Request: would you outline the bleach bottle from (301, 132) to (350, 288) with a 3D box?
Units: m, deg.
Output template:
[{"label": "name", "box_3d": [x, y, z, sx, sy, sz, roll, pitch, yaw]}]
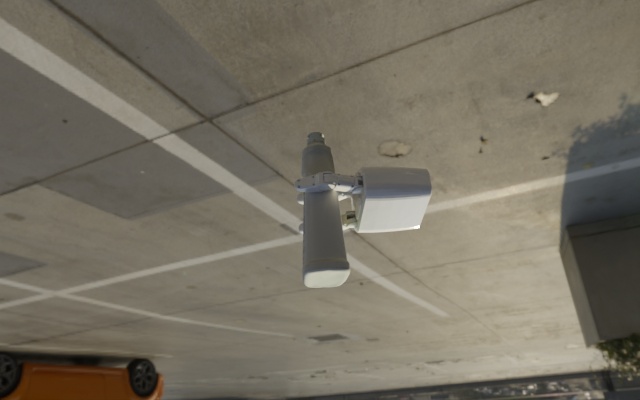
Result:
[{"label": "bleach bottle", "box_3d": [0.000, 0.003, 0.747, 0.068, 0.250, 0.103, -1, -24, -6]}]
